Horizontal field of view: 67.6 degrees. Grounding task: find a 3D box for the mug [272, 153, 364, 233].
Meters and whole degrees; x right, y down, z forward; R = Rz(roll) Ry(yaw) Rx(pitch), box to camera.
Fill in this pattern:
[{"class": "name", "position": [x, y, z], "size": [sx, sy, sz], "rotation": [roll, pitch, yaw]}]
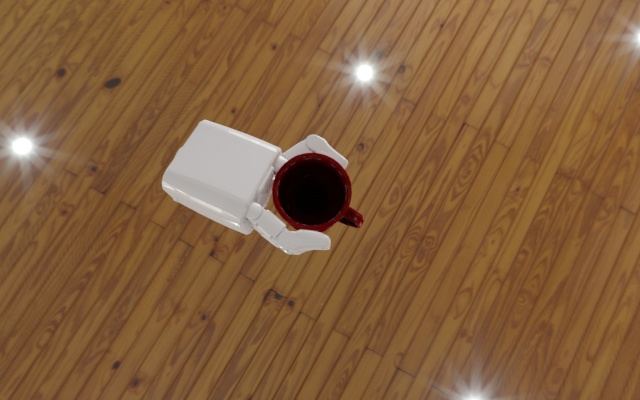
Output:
[{"class": "mug", "position": [0.001, 0.003, 0.591], "size": [0.117, 0.093, 0.081], "rotation": [25, -11, 4]}]
